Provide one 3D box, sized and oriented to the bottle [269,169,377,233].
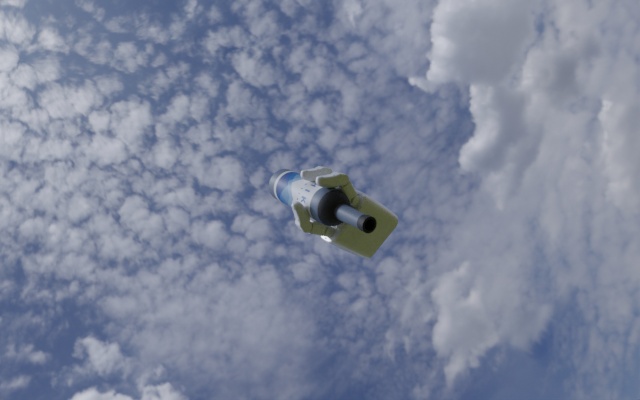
[{"bbox_3d":[0.000,0.003,0.857,0.069,0.069,0.295,0,14,-32],"label":"bottle"}]
